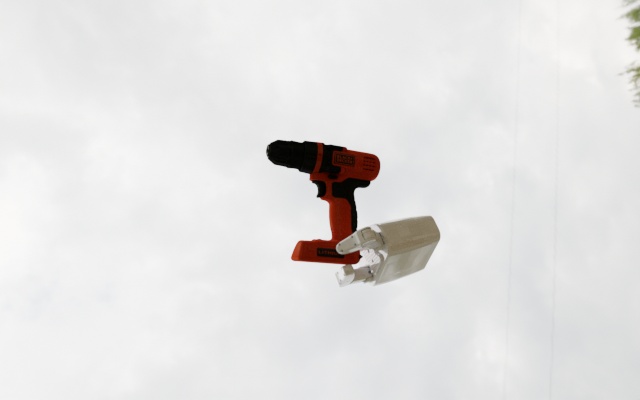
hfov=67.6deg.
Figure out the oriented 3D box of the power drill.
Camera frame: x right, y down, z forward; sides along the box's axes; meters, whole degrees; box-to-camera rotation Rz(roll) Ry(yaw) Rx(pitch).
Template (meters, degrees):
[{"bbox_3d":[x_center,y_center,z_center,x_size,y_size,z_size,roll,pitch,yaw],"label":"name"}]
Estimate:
[{"bbox_3d":[0.000,0.003,0.735,0.184,0.187,0.057,7,-8,-14],"label":"power drill"}]
